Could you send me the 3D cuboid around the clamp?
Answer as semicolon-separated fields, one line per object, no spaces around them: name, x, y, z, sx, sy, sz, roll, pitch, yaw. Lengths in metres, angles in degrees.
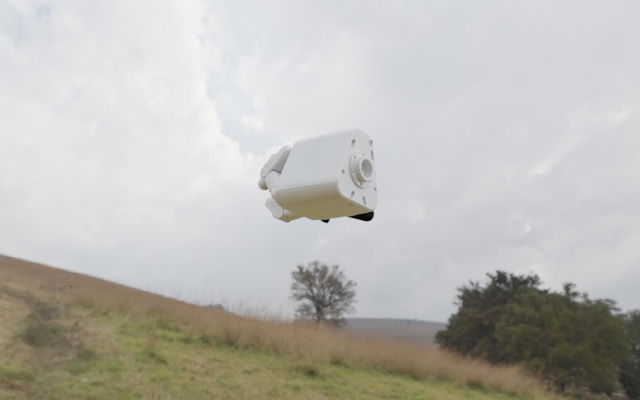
clamp;0.000;0.002;0.750;0.120;0.039;0.171;-8;-22;40
